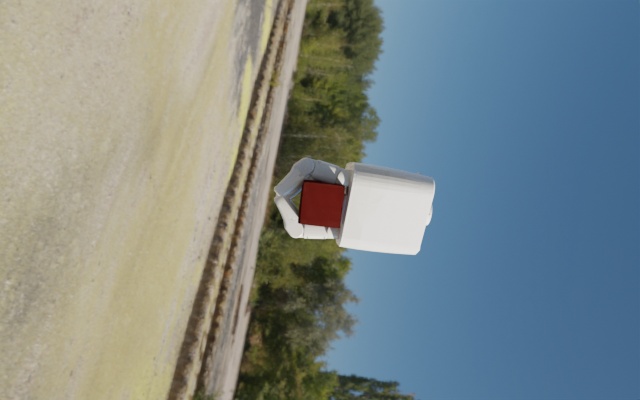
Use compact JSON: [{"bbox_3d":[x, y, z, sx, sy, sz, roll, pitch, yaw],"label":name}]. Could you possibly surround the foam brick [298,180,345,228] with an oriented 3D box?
[{"bbox_3d":[0.000,0.002,0.599,0.051,0.053,0.078,7,5,-3],"label":"foam brick"}]
